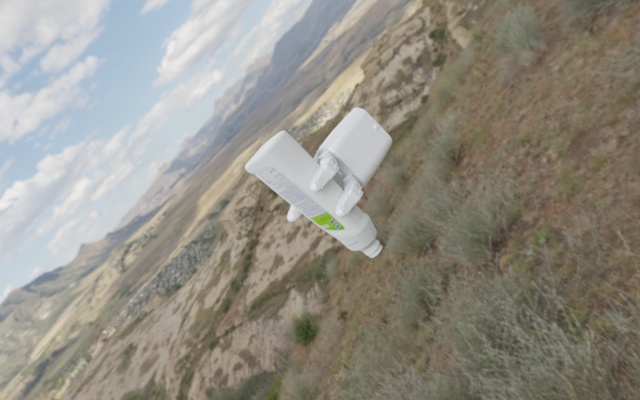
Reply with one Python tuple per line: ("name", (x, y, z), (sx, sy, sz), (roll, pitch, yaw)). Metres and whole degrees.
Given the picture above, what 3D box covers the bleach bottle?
("bleach bottle", (0.000, 0.003, 0.769), (0.251, 0.068, 0.102), (44, -26, -14))
